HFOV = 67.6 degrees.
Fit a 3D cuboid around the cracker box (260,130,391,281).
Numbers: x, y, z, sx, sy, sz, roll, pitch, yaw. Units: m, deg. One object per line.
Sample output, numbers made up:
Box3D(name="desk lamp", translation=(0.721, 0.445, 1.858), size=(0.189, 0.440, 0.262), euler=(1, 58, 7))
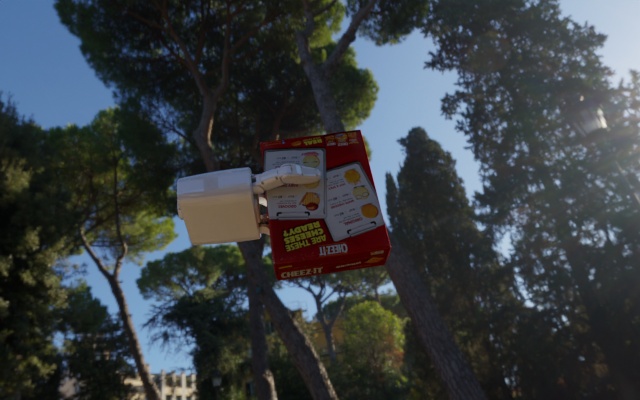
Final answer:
Box3D(name="cracker box", translation=(0.000, 0.002, 0.723), size=(0.164, 0.213, 0.072), euler=(-8, -31, -4))
